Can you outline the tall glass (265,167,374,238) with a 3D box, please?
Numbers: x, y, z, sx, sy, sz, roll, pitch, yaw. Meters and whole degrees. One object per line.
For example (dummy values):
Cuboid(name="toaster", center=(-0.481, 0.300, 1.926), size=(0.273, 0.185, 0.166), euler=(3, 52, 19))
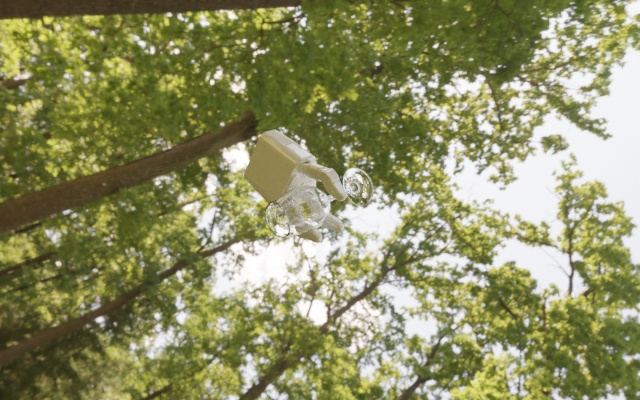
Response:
Cuboid(name="tall glass", center=(0.001, 0.003, 0.832), size=(0.201, 0.079, 0.079), euler=(-23, 15, -40))
